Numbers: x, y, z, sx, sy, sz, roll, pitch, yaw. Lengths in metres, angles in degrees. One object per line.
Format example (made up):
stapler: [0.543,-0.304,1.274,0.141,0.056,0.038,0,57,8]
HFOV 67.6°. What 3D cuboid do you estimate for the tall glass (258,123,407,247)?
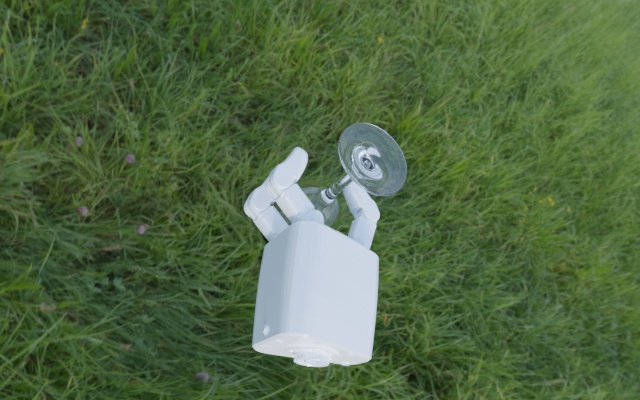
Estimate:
tall glass: [0.000,0.001,0.507,0.079,0.079,0.201,0,-23,-32]
